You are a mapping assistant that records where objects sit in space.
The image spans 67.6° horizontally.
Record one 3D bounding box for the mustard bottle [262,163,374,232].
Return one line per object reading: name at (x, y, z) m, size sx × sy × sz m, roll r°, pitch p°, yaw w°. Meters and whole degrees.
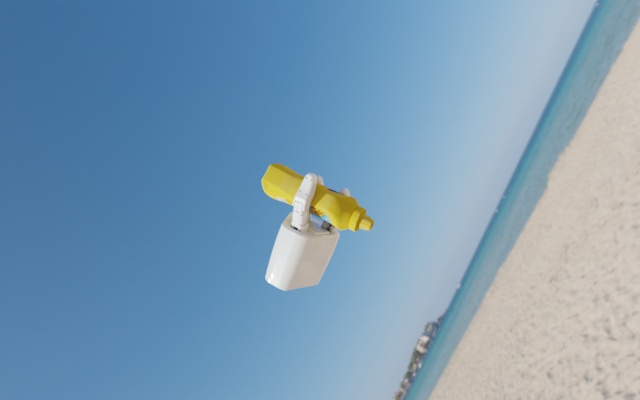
mustard bottle at (0.000, 0.002, 0.793) m, size 0.191 × 0.058 × 0.096 m, roll 25°, pitch -9°, yaw 19°
